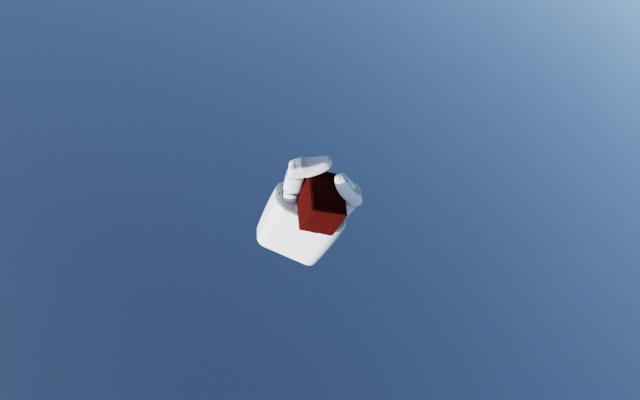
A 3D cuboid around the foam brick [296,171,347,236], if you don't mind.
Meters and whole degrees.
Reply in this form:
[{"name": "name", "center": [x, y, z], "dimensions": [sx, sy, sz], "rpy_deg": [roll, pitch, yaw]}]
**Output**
[{"name": "foam brick", "center": [0.000, 0.002, 0.672], "dimensions": [0.053, 0.078, 0.051], "rpy_deg": [12, -43, -21]}]
